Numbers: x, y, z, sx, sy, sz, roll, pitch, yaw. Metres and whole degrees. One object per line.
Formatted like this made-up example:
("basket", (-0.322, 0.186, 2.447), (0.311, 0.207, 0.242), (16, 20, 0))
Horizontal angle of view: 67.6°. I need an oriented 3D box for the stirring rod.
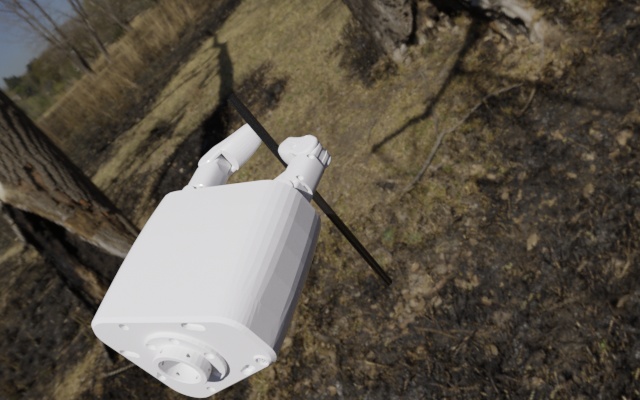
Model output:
("stirring rod", (0.000, 0.001, 0.421), (0.011, 0.011, 0.240), (0, -42, 50))
